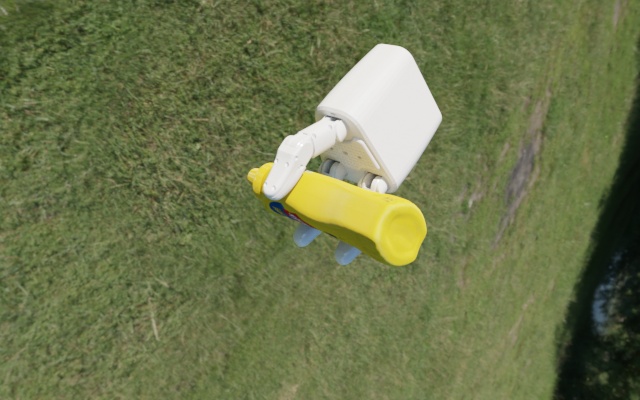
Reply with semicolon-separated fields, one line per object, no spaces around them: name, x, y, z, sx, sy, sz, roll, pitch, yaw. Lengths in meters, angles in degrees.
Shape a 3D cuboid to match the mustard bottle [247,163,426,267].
mustard bottle;0.000;0.002;0.460;0.191;0.058;0.096;22;-3;35
